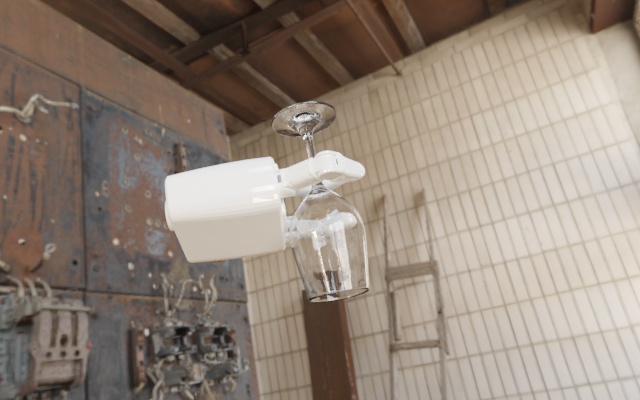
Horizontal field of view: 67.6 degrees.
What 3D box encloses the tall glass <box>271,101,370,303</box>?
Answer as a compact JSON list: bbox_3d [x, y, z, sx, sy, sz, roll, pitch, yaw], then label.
[{"bbox_3d":[0.000,0.001,0.501,0.079,0.201,0.079,-10,-19,-4],"label":"tall glass"}]
